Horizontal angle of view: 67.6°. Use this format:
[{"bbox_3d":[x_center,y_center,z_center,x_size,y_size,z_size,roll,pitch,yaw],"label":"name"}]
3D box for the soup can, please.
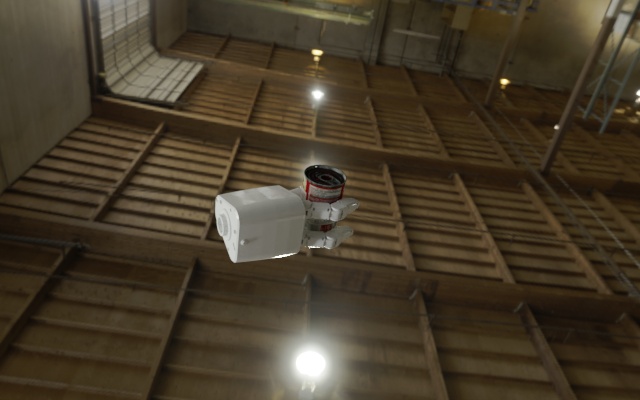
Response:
[{"bbox_3d":[0.000,0.003,0.774,0.068,0.102,0.068,7,31,-5],"label":"soup can"}]
